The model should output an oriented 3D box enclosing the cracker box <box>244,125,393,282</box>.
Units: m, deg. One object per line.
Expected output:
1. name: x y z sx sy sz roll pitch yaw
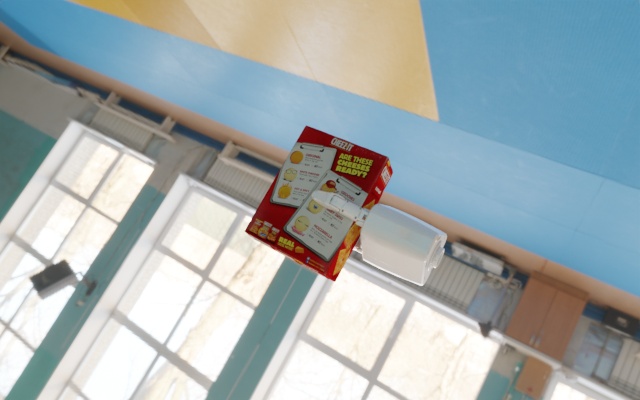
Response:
1. cracker box: 0.000 0.003 0.799 0.164 0.213 0.072 25 -11 23
